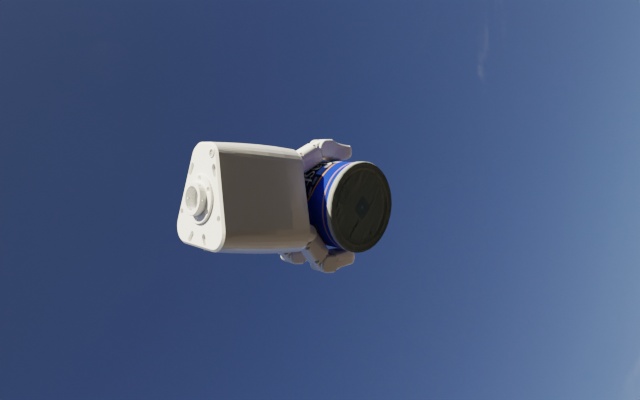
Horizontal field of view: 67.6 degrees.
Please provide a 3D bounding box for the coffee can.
[{"bbox_3d":[0.000,0.002,0.583,0.103,0.103,0.140,0,5,-43],"label":"coffee can"}]
